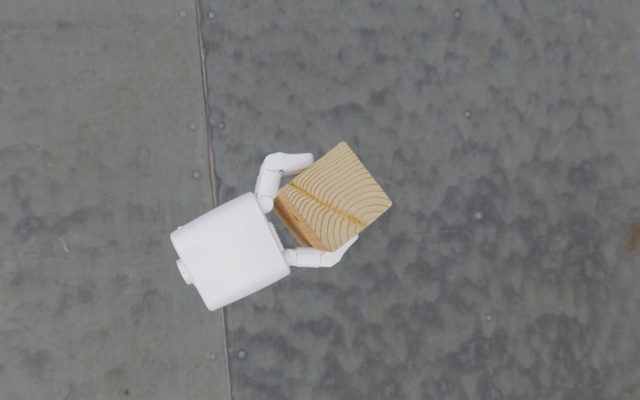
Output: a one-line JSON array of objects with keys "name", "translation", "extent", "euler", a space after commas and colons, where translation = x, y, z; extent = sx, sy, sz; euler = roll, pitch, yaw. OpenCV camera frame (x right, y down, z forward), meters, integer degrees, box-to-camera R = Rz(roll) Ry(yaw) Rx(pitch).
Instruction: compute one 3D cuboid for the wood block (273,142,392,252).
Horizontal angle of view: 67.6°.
[{"name": "wood block", "translation": [0.000, 0.002, 0.611], "extent": [0.090, 0.091, 0.206], "euler": [-38, 4, -10]}]
